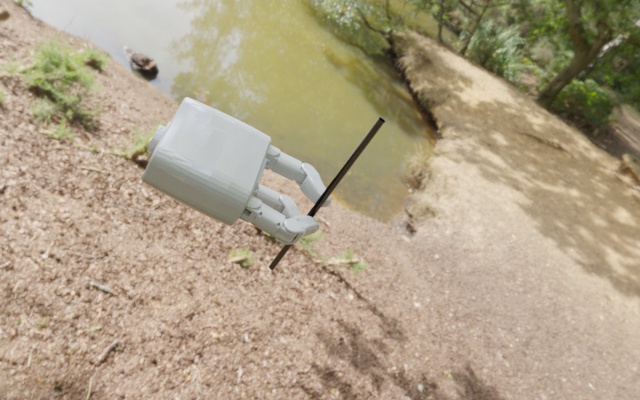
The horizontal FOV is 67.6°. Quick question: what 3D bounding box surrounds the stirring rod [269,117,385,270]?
[{"bbox_3d":[0.000,0.002,0.542,0.011,0.011,0.240,0,-44,-45],"label":"stirring rod"}]
